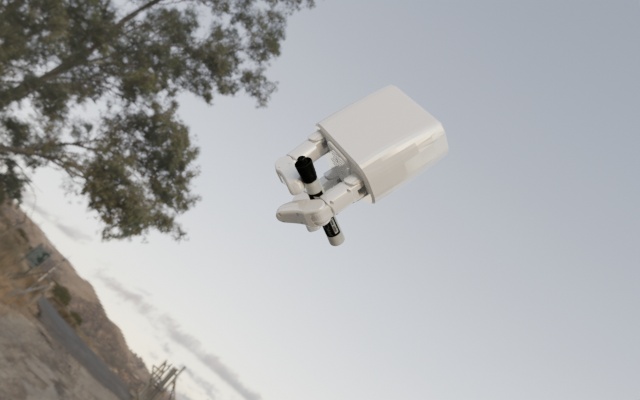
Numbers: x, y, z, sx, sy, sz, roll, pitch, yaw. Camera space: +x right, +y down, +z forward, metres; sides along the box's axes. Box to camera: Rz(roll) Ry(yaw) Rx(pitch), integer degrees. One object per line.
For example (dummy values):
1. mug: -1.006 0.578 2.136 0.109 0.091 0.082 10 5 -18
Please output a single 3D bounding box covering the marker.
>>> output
1. marker: 0.000 0.002 0.512 0.020 0.121 0.020 -15 37 12
